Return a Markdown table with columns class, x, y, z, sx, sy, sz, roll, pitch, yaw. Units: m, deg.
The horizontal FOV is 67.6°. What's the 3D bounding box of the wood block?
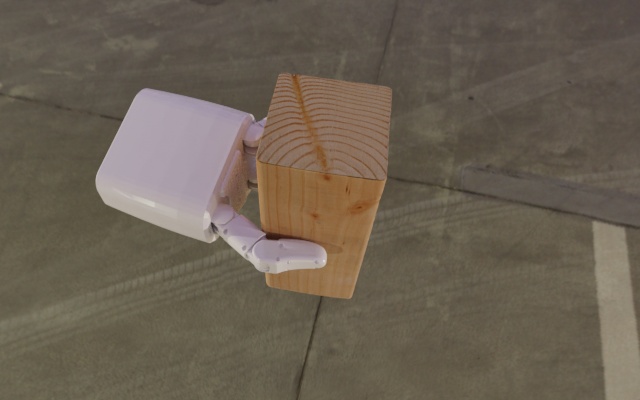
| class | x | y | z | sx | sy | sz | roll | pitch | yaw |
| --- | --- | --- | --- | --- | --- | --- | --- | --- | --- |
| wood block | 0.000 | 0.002 | 0.424 | 0.090 | 0.090 | 0.206 | 9 | -33 | 2 |
